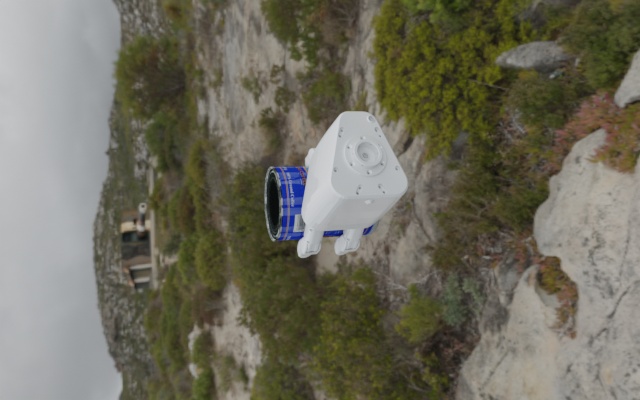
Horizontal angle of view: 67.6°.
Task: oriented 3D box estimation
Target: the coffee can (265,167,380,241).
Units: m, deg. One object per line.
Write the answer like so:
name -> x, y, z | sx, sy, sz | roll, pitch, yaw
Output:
coffee can -> 0.000, 0.002, 0.669 | 0.140, 0.103, 0.103 | -2, 1, -17
